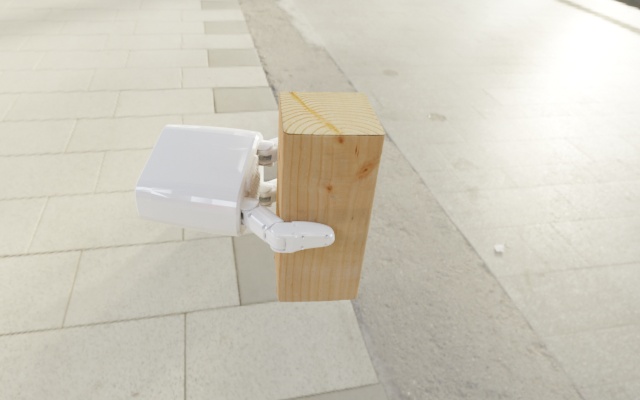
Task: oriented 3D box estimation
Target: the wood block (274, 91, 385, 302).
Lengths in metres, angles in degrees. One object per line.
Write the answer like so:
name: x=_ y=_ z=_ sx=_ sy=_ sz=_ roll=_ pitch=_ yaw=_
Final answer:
wood block: x=0.000 y=0.002 z=0.499 sx=0.090 sy=0.206 sz=0.090 roll=0 pitch=36 yaw=-8
